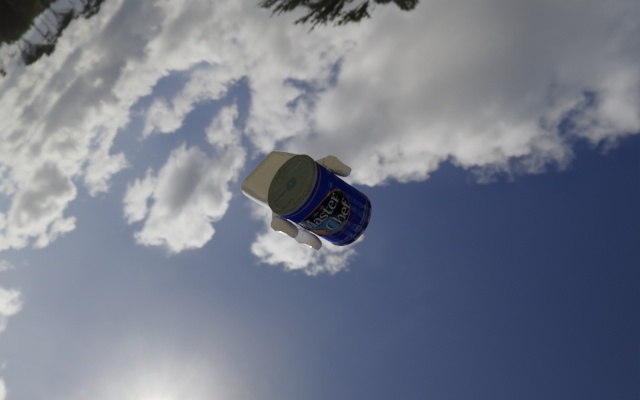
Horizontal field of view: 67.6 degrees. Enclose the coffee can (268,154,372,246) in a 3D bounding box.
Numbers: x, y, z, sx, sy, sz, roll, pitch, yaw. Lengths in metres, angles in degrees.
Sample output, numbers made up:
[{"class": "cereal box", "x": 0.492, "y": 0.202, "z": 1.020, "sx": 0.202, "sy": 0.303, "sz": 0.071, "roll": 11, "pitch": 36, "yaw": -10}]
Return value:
[{"class": "coffee can", "x": 0.000, "y": 0.002, "z": 0.774, "sx": 0.103, "sy": 0.102, "sz": 0.140, "roll": 0, "pitch": -24, "yaw": 47}]
